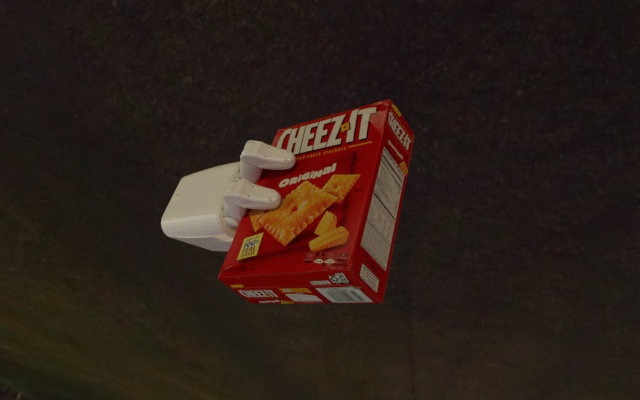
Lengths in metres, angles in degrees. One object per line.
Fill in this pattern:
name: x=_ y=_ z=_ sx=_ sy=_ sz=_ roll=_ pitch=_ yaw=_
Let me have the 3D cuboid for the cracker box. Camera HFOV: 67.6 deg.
cracker box: x=0.000 y=0.002 z=0.518 sx=0.164 sy=0.213 sz=0.072 roll=-8 pitch=-40 yaw=34
